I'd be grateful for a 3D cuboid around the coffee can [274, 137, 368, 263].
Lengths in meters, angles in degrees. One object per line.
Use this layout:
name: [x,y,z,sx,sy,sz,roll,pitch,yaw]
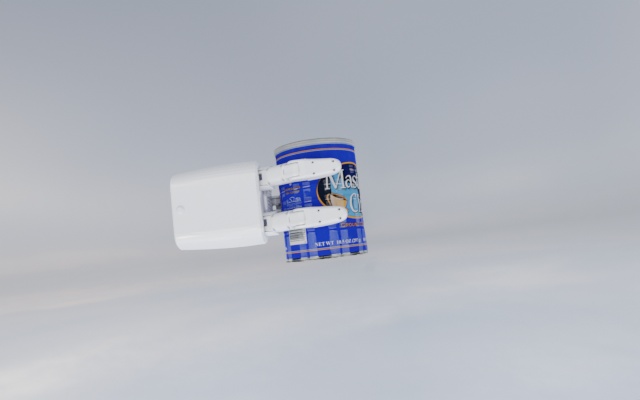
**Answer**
coffee can: [0.000,0.002,0.598,0.103,0.140,0.103,-7,-6,-1]
